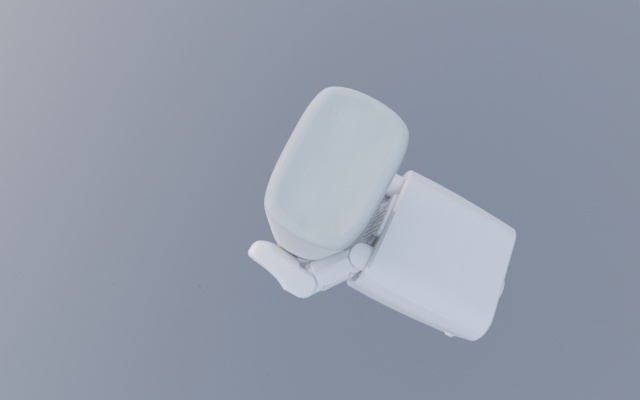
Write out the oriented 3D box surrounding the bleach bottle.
[{"bbox_3d":[0.000,0.001,0.404,0.068,0.102,0.251,28,-10,1],"label":"bleach bottle"}]
